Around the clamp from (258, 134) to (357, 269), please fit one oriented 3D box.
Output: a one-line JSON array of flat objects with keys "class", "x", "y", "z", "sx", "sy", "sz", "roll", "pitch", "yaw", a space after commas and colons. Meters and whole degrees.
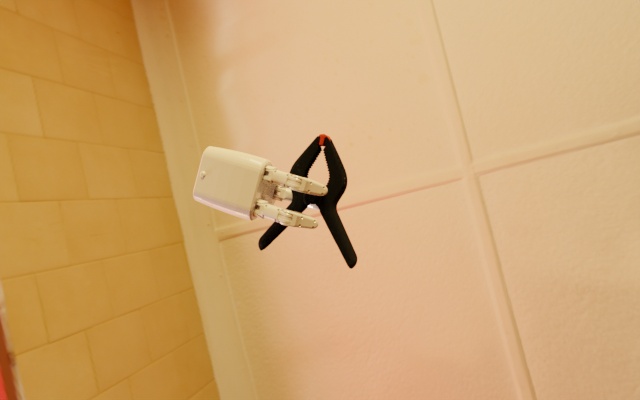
[{"class": "clamp", "x": 0.000, "y": 0.002, "z": 0.762, "sx": 0.164, "sy": 0.210, "sz": 0.036, "roll": 17, "pitch": 6, "yaw": 11}]
